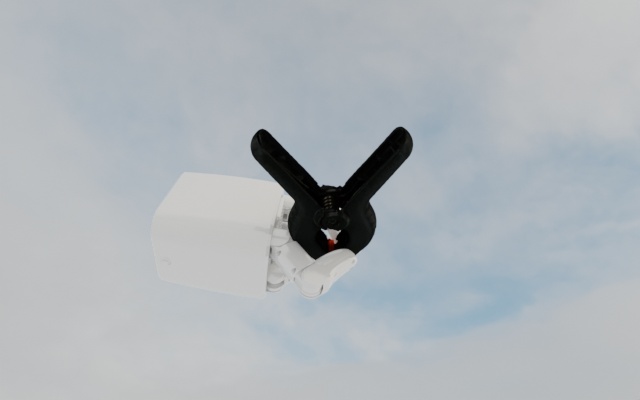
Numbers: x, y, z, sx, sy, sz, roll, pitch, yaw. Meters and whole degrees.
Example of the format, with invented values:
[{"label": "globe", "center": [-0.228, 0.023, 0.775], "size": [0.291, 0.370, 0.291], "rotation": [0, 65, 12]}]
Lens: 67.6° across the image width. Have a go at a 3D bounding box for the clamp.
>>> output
[{"label": "clamp", "center": [0.000, 0.001, 0.407], "size": [0.120, 0.039, 0.172], "rotation": [9, -44, -1]}]
